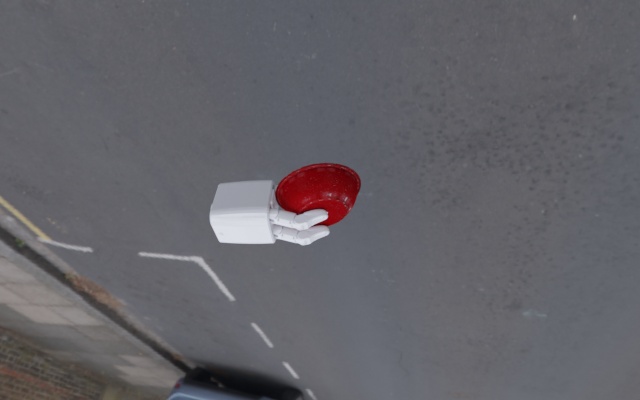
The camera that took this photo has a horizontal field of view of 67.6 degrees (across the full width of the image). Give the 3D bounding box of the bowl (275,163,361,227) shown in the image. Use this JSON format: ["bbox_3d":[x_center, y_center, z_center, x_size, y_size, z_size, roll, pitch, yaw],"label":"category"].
[{"bbox_3d":[0.001,0.003,0.870,0.162,0.055,0.162,-8,-34,-5],"label":"bowl"}]
